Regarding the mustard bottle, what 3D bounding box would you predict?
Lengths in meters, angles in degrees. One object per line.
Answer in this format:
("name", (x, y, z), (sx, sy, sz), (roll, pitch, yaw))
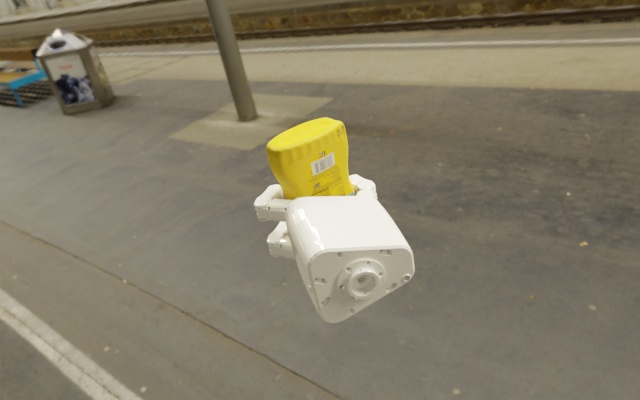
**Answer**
("mustard bottle", (0.000, 0.002, 0.593), (0.096, 0.192, 0.058), (-30, 33, -28))
